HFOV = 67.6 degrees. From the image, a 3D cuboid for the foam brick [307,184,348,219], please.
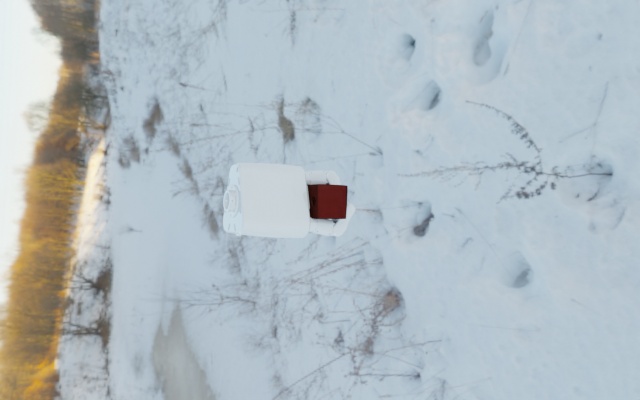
[{"bbox_3d":[0.000,0.002,0.743,0.051,0.053,0.078,2,-2,-29],"label":"foam brick"}]
